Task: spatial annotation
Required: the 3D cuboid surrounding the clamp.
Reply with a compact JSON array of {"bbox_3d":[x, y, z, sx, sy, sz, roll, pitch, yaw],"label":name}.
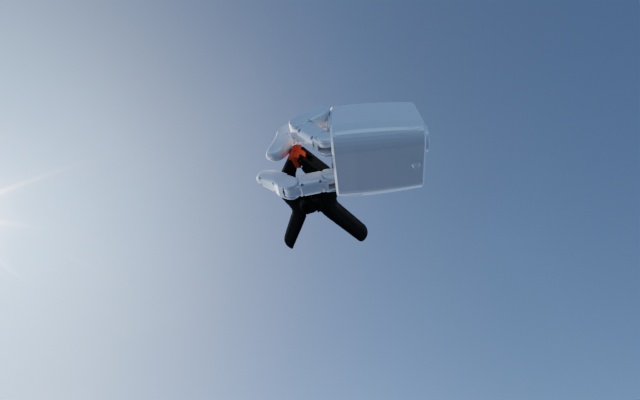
[{"bbox_3d":[0.000,0.002,0.637,0.120,0.172,0.039,-5,44,4],"label":"clamp"}]
